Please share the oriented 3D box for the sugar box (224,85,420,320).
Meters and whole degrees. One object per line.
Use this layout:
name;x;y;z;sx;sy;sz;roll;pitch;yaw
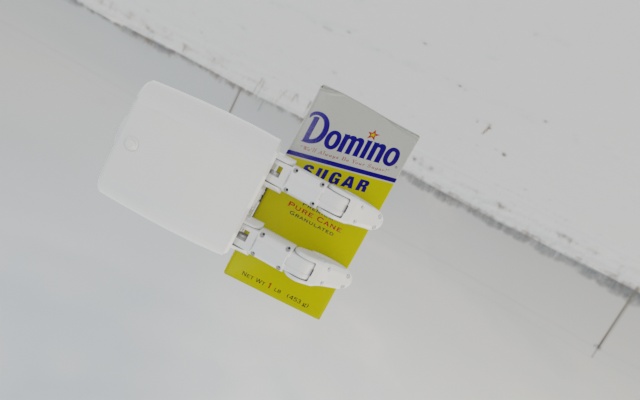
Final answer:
sugar box;0.000;0.001;0.407;0.093;0.176;0.048;27;7;-6
